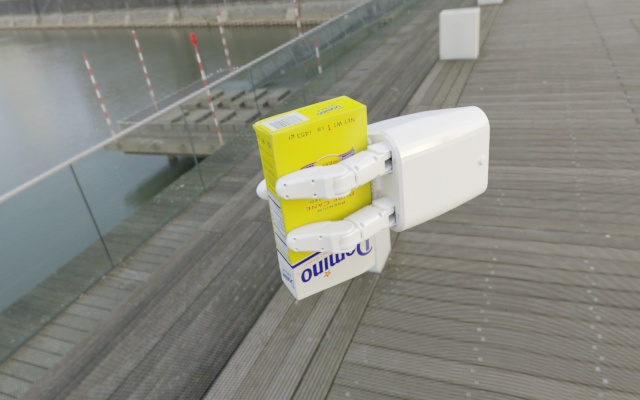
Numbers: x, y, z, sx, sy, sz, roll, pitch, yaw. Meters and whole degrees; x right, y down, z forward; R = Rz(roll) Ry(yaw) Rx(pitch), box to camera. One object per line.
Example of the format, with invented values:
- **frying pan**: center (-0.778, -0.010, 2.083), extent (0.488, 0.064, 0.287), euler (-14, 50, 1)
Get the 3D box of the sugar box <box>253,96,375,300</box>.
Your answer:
- **sugar box**: center (0.000, 0.002, 0.447), extent (0.093, 0.176, 0.048), euler (-20, 31, -20)
